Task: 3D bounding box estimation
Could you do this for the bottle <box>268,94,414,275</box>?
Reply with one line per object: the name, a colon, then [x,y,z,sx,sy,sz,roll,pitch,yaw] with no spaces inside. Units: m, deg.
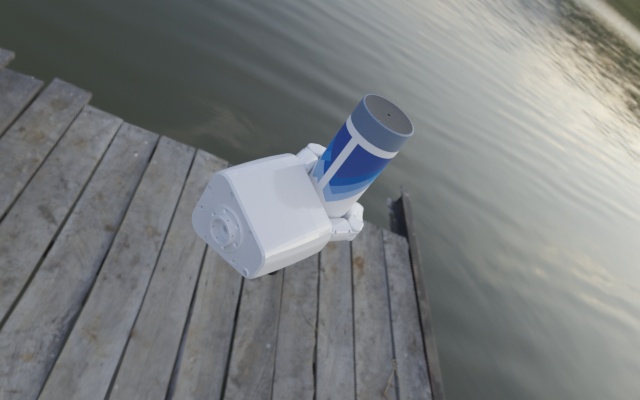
bottle: [0.000,0.002,0.596,0.069,0.069,0.296,0,-40,-40]
